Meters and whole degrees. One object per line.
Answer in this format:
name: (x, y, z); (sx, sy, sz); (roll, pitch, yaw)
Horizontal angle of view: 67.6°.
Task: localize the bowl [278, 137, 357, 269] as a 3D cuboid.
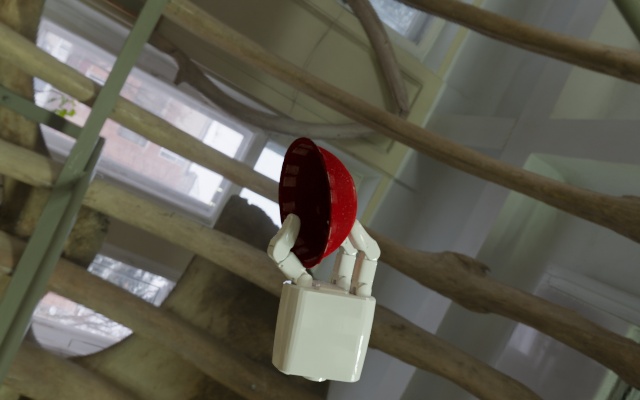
bowl: (0.001, 0.001, 0.598); (0.055, 0.162, 0.162); (-3, 1, -25)
